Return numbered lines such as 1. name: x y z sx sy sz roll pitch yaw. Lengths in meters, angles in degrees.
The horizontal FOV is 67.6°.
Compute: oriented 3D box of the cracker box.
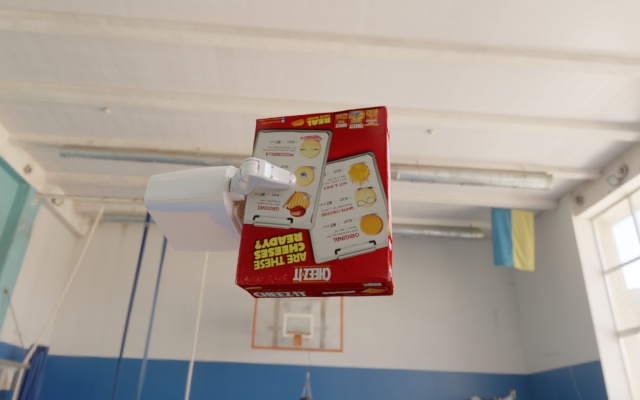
1. cracker box: 0.000 0.002 0.555 0.164 0.213 0.072 -4 -26 13
